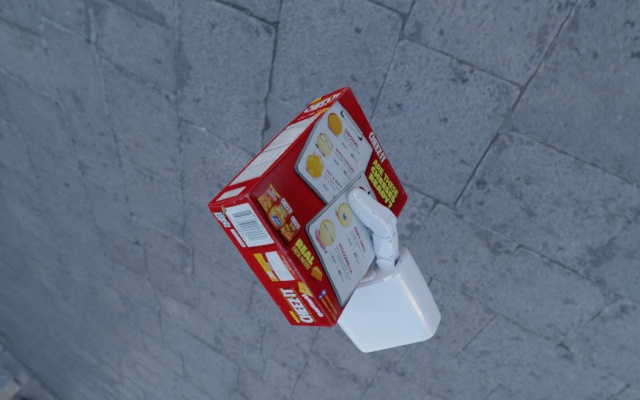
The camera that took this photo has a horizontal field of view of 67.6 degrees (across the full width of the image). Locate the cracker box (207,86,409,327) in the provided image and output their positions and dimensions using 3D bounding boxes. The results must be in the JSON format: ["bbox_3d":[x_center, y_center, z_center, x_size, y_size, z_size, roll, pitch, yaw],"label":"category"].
[{"bbox_3d":[0.000,0.002,0.520,0.072,0.164,0.213,-11,30,40],"label":"cracker box"}]
